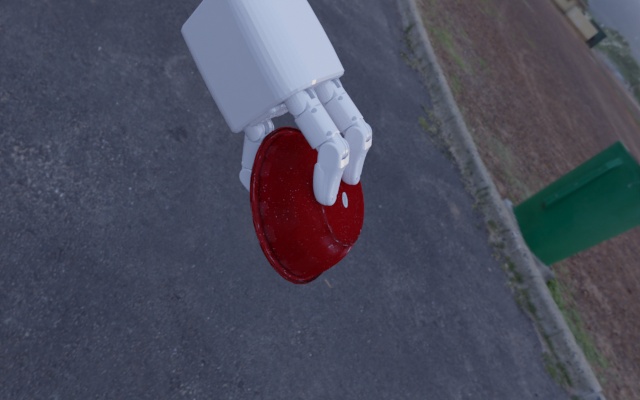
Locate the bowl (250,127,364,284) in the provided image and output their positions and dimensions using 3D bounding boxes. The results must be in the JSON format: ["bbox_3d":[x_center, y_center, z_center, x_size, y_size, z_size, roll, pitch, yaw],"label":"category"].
[{"bbox_3d":[0.001,0.003,0.477,0.055,0.162,0.162,-7,-4,29],"label":"bowl"}]
